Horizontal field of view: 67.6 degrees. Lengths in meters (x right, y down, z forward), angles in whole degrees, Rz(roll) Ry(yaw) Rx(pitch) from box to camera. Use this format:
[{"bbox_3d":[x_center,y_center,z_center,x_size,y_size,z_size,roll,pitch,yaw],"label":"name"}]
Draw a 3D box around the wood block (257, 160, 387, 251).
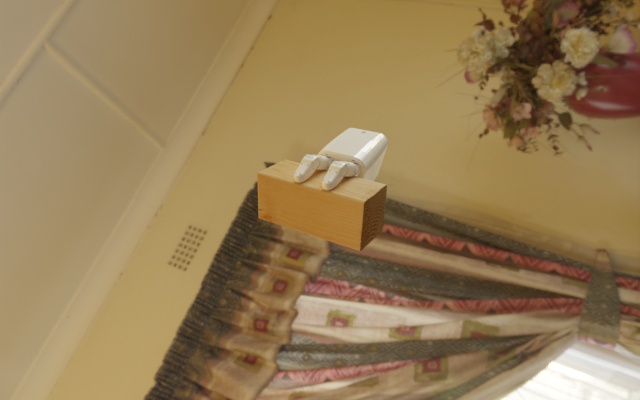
[{"bbox_3d":[0.000,0.003,0.827,0.206,0.091,0.090,16,29,28],"label":"wood block"}]
